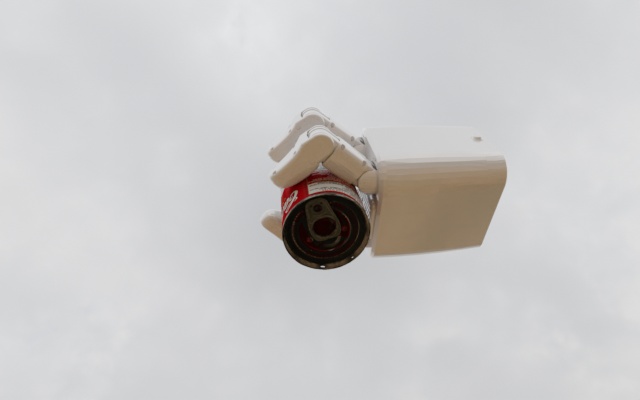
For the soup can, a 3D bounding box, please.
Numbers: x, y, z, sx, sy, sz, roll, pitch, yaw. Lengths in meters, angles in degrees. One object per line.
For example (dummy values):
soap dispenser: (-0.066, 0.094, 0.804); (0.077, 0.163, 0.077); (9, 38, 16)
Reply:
soup can: (0.000, 0.001, 0.406); (0.068, 0.068, 0.102); (0, 28, -6)
